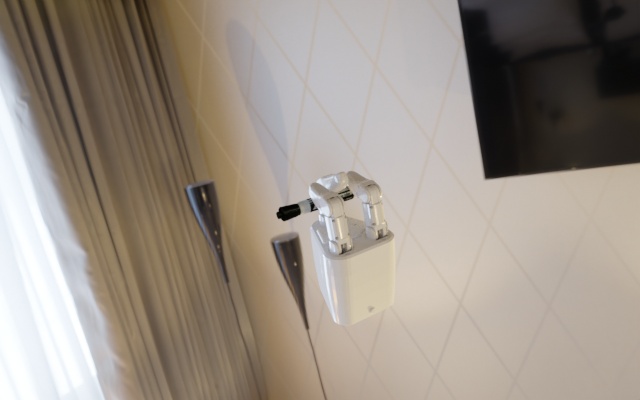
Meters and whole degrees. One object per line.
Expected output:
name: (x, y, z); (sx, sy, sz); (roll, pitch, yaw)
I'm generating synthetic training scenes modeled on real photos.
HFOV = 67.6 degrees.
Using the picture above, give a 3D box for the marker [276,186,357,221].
marker: (0.000, 0.002, 0.605); (0.121, 0.020, 0.020); (-18, 8, -25)
